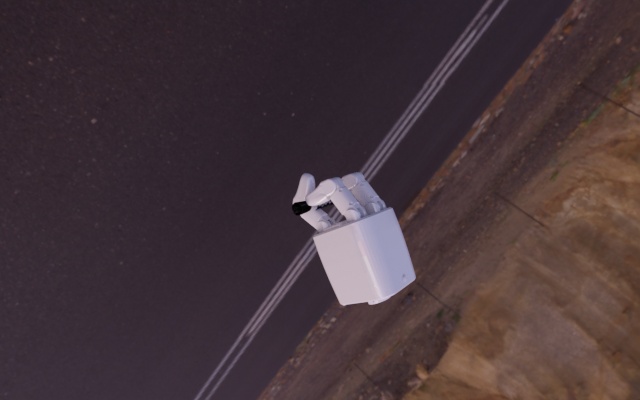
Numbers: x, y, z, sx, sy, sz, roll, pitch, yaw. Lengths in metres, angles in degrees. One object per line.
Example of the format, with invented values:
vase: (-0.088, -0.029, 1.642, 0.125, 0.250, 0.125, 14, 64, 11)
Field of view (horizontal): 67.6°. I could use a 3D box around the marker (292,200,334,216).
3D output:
marker: (0.000, 0.002, 0.690, 0.020, 0.020, 0.121, 0, 10, 36)
